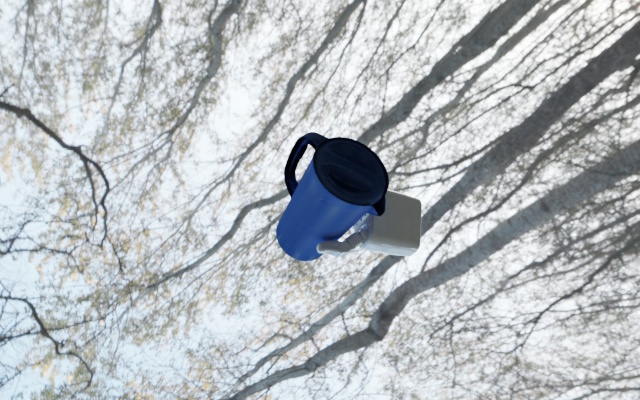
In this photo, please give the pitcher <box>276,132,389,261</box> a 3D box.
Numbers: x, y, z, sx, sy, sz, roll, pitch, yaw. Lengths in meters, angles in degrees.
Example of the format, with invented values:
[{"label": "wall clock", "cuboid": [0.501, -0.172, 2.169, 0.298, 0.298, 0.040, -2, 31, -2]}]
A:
[{"label": "pitcher", "cuboid": [0.000, 0.003, 0.843, 0.145, 0.149, 0.243, 11, -36, -20]}]
